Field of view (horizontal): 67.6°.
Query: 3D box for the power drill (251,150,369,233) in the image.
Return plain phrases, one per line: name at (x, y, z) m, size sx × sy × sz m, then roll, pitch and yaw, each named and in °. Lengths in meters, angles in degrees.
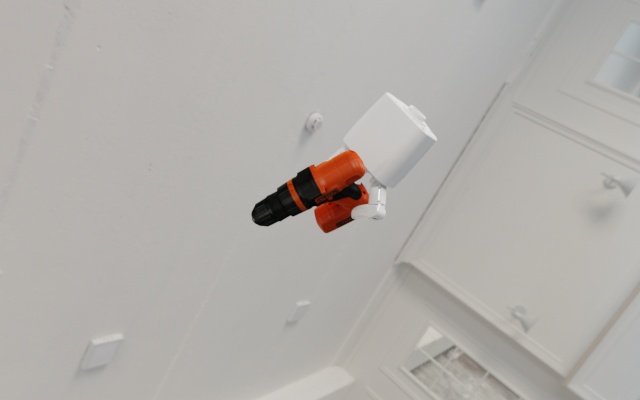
power drill at (0.000, 0.002, 0.763) m, size 0.184 × 0.057 × 0.188 m, roll -27°, pitch -19°, yaw 10°
